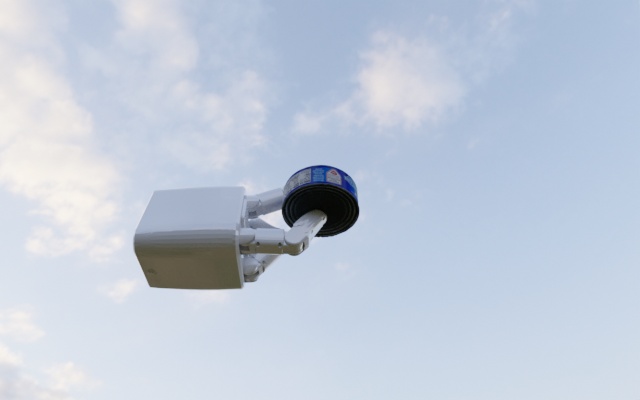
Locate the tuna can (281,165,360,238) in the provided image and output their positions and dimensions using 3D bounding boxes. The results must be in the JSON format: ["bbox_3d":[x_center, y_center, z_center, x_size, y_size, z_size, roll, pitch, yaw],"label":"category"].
[{"bbox_3d":[0.000,0.001,0.535,0.086,0.033,0.086,0,-44,0],"label":"tuna can"}]
